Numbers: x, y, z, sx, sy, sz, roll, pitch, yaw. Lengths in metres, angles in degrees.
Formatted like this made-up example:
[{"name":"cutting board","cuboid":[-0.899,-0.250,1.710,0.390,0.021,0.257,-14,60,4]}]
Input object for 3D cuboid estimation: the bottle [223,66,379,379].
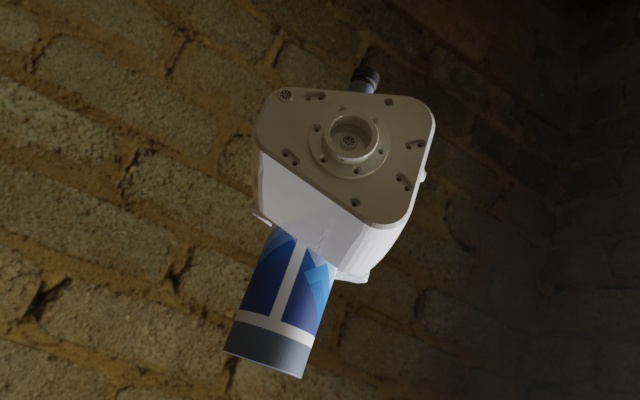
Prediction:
[{"name":"bottle","cuboid":[0.000,0.002,0.431,0.069,0.295,0.069,17,-21,7]}]
